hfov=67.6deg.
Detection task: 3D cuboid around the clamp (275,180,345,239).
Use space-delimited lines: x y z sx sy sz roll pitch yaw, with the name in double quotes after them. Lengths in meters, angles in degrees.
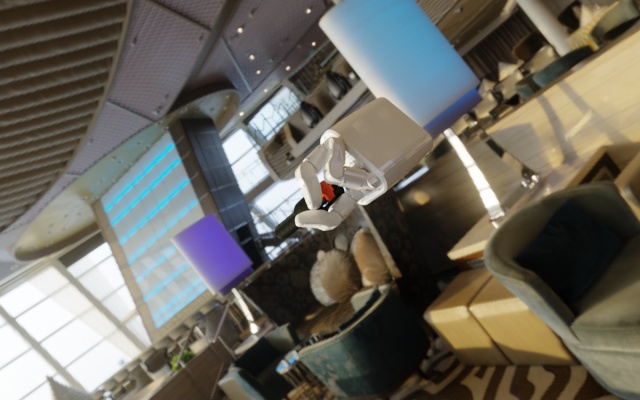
0.000 0.002 0.700 0.120 0.039 0.171 -38 -1 -26 "clamp"
